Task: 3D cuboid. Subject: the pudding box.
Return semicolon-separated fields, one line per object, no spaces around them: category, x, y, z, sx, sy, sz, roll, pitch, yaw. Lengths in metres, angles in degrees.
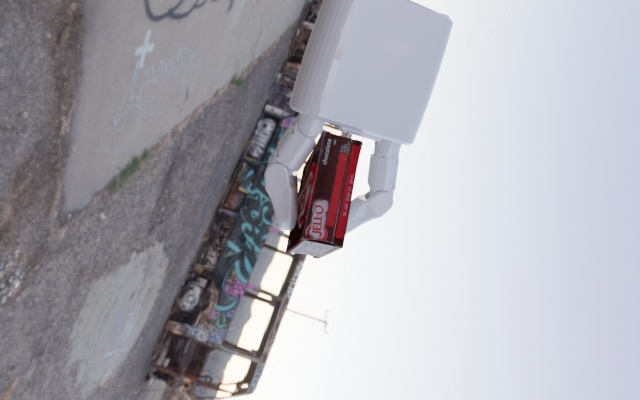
pudding box;0.000;0.001;0.419;0.039;0.090;0.113;14;-14;-5
